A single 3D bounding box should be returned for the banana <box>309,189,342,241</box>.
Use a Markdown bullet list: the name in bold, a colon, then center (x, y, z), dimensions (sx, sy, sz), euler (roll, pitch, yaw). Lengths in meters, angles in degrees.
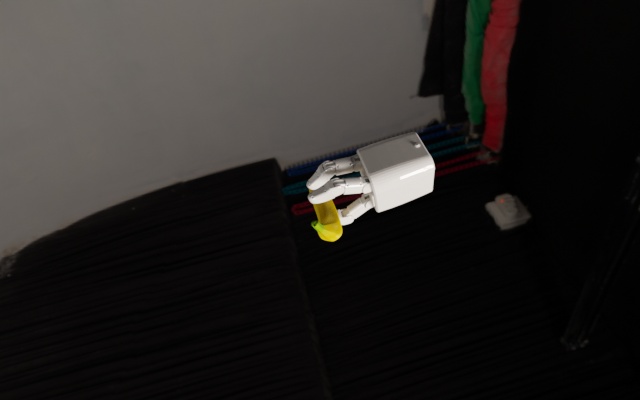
- **banana**: center (0.008, 0.020, 0.805), dimensions (0.037, 0.070, 0.197), euler (-24, 22, 5)
